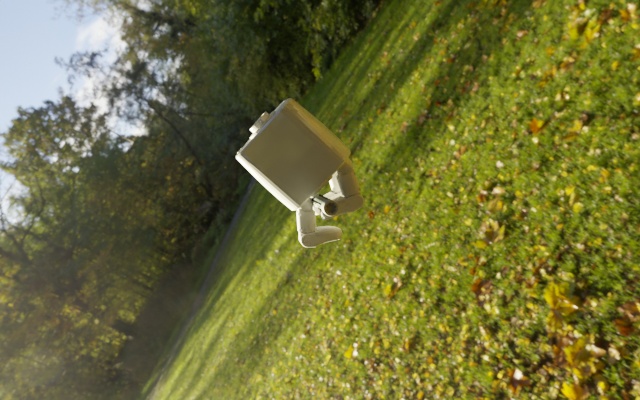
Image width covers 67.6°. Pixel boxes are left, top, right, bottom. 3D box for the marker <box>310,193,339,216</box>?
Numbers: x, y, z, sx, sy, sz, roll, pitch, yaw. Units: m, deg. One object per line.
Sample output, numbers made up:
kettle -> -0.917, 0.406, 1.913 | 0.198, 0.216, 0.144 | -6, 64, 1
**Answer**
marker -> 0.000, 0.002, 0.625 | 0.020, 0.020, 0.121 | 0, 7, -12
